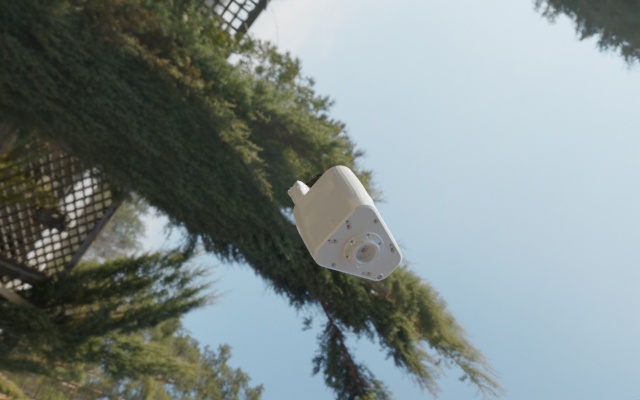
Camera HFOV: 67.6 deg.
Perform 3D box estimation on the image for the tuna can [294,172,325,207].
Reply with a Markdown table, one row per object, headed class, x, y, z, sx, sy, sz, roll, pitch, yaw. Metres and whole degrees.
| class | x | y | z | sx | sy | sz | roll | pitch | yaw |
| --- | --- | --- | --- | --- | --- | --- | --- | --- | --- |
| tuna can | 0.001 | 0.003 | 0.724 | 0.034 | 0.086 | 0.086 | 33 | -18 | -31 |
